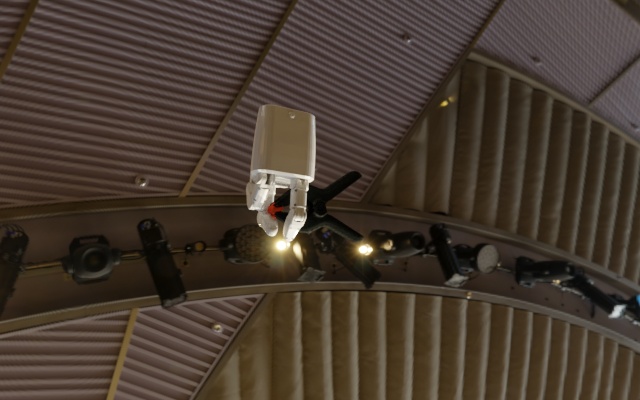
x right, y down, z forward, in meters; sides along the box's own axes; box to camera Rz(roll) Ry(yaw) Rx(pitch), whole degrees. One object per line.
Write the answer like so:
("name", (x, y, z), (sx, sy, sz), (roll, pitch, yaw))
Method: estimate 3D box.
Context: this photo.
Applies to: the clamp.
("clamp", (0.000, 0.003, 0.786), (0.171, 0.120, 0.039), (8, -10, -26))
